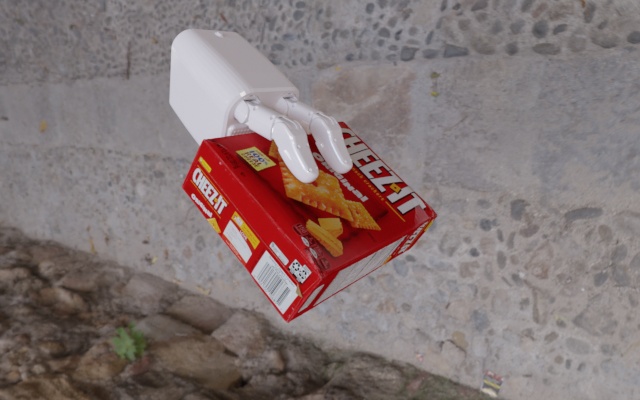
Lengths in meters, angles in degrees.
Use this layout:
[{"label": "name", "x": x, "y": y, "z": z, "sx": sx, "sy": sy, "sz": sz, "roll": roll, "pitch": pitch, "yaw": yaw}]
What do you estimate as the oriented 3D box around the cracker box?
[{"label": "cracker box", "x": 0.000, "y": 0.002, "z": 0.480, "sx": 0.213, "sy": 0.164, "sz": 0.072, "roll": -19, "pitch": -29, "yaw": -49}]
